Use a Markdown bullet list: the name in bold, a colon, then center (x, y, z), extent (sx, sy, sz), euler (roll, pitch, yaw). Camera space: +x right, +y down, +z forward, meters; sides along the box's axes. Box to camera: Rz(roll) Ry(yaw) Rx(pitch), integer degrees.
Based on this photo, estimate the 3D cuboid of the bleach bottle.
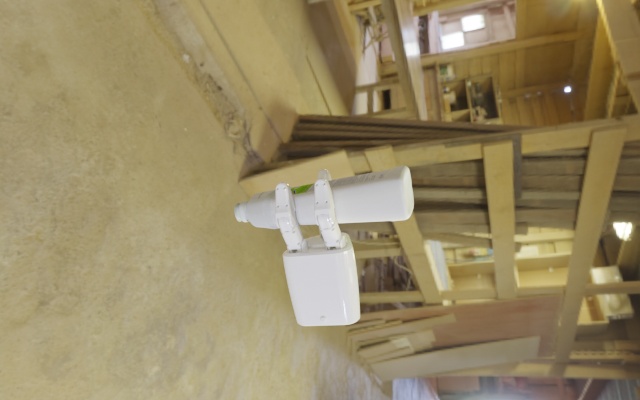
- **bleach bottle**: center (0.000, 0.002, 0.679), extent (0.251, 0.068, 0.102), euler (-6, 10, 17)
